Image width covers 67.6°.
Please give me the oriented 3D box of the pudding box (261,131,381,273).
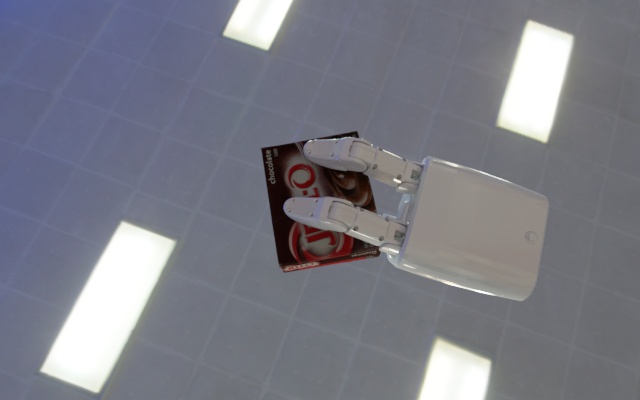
[{"bbox_3d":[0.000,0.001,0.426,0.090,0.113,0.039,-10,-20,-3],"label":"pudding box"}]
